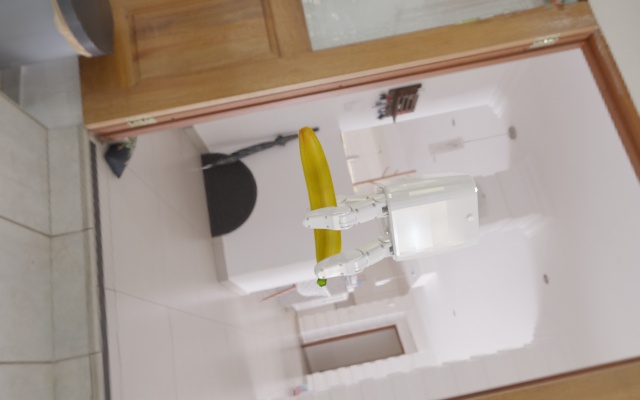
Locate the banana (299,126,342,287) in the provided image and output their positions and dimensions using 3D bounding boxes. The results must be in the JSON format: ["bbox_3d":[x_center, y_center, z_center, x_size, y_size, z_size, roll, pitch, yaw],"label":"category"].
[{"bbox_3d":[0.002,0.006,0.612,0.037,0.198,0.069,-9,-2,5],"label":"banana"}]
